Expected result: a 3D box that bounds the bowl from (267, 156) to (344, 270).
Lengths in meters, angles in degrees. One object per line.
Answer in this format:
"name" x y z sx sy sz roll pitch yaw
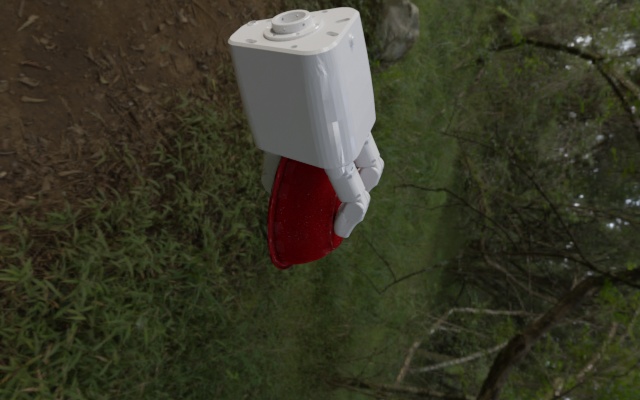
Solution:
"bowl" 0.001 0.003 0.516 0.055 0.162 0.162 12 3 16
